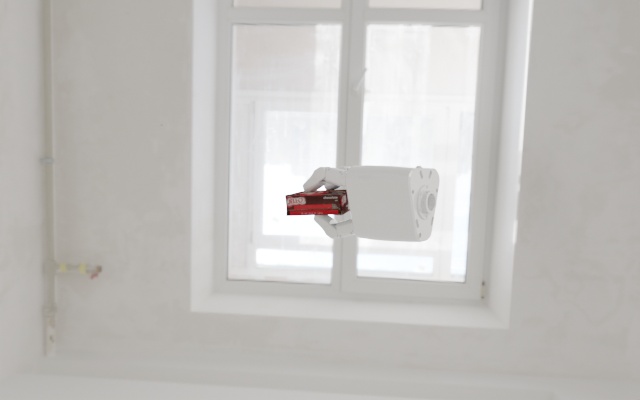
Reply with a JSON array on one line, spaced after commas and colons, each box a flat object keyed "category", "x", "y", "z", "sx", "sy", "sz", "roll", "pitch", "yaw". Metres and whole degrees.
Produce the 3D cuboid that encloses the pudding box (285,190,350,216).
[{"category": "pudding box", "x": 0.000, "y": 0.003, "z": 0.777, "sx": 0.090, "sy": 0.039, "sz": 0.113, "roll": -1, "pitch": 2, "yaw": 12}]
